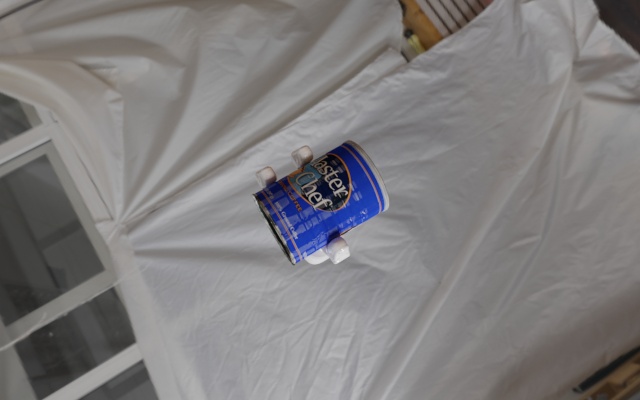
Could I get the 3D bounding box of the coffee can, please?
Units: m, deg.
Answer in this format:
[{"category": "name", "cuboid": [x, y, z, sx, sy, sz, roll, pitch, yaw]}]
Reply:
[{"category": "coffee can", "cuboid": [0.000, 0.002, 0.601, 0.140, 0.103, 0.103, -30, 6, -10]}]
